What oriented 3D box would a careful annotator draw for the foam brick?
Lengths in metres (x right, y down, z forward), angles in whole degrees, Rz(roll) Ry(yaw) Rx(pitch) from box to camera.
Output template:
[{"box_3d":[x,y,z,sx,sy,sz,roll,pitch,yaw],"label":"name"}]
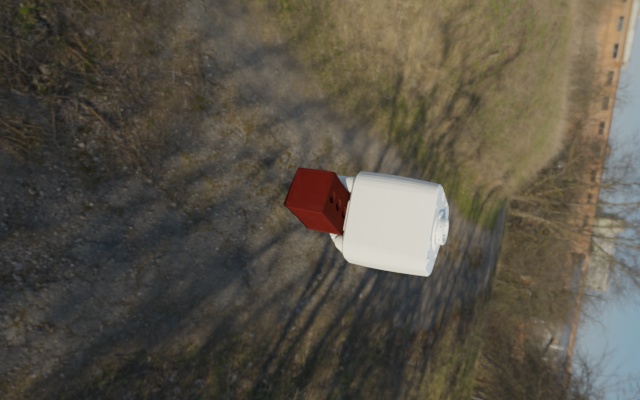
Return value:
[{"box_3d":[0.000,0.002,0.582,0.051,0.053,0.078,10,-20,26],"label":"foam brick"}]
